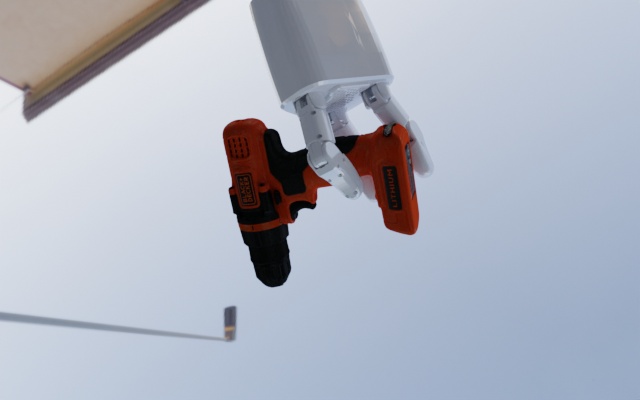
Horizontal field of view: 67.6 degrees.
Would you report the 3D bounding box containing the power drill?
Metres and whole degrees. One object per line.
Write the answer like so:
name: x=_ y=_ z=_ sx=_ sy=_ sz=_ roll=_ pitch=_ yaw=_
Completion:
power drill: x=0.000 y=0.001 z=0.478 sx=0.187 sy=0.184 sz=0.057 roll=-5 pitch=19 yaw=17
